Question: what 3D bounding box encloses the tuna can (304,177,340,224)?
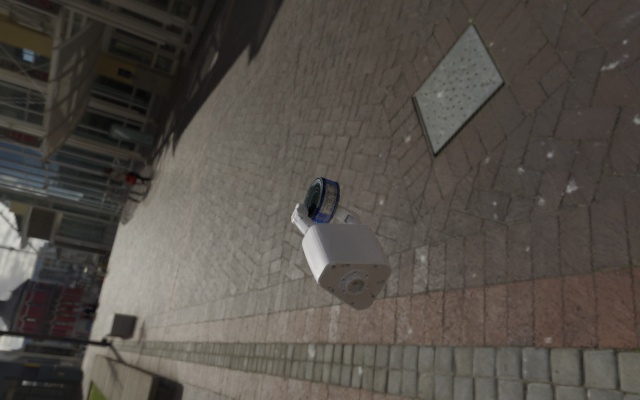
[{"bbox_3d":[0.000,0.003,0.836,0.034,0.086,0.086,18,-6,-19],"label":"tuna can"}]
